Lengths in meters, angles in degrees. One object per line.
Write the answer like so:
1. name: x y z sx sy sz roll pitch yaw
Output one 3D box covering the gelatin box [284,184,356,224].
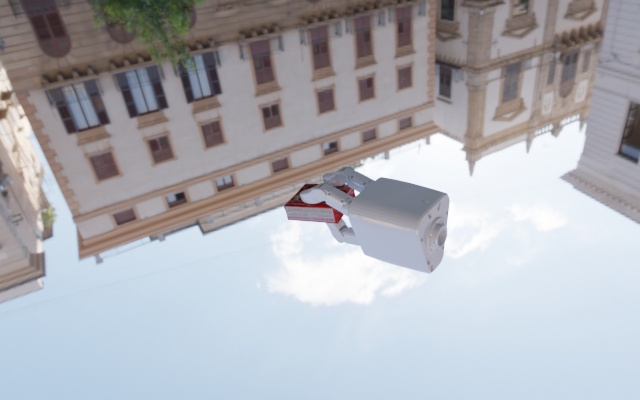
1. gelatin box: 0.000 0.003 0.736 0.089 0.030 0.073 2 31 29
